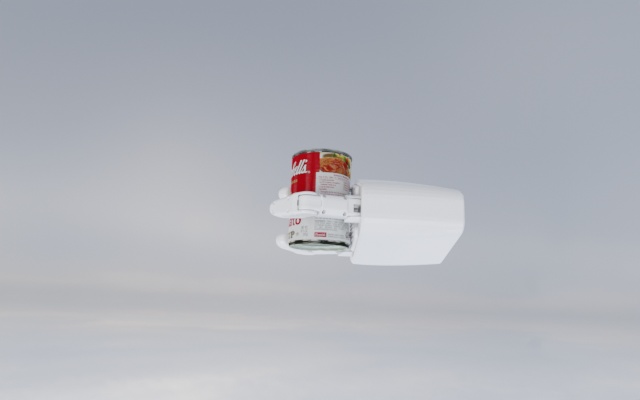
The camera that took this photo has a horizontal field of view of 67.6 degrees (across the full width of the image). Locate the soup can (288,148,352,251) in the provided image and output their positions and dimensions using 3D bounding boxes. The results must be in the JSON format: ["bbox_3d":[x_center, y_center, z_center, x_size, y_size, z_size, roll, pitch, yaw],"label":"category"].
[{"bbox_3d":[0.000,0.002,0.526,0.068,0.102,0.068,2,-12,0],"label":"soup can"}]
